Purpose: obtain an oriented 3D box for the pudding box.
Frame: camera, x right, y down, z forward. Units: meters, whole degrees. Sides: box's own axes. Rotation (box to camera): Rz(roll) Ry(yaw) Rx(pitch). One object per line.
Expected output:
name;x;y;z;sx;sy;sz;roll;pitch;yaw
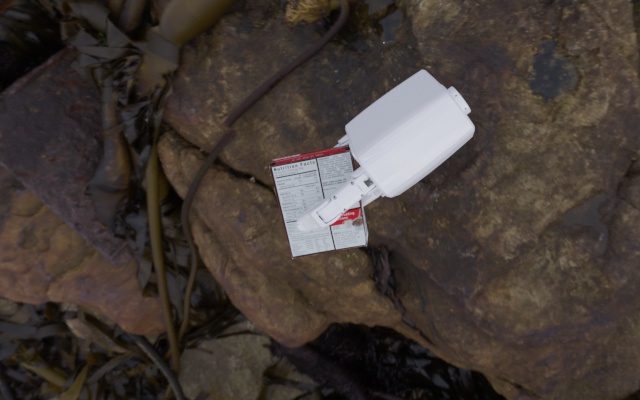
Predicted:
pudding box;0.000;0.002;0.527;0.090;0.113;0.039;-10;15;7
